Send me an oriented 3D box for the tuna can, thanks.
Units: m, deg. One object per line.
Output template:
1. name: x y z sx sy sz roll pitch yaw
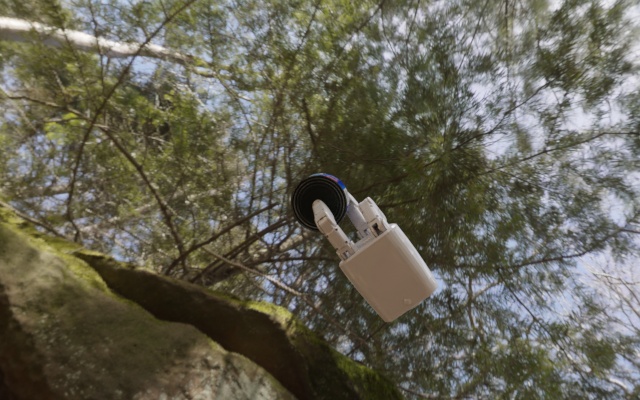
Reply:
1. tuna can: 0.000 0.002 0.720 0.086 0.086 0.033 0 10 11
